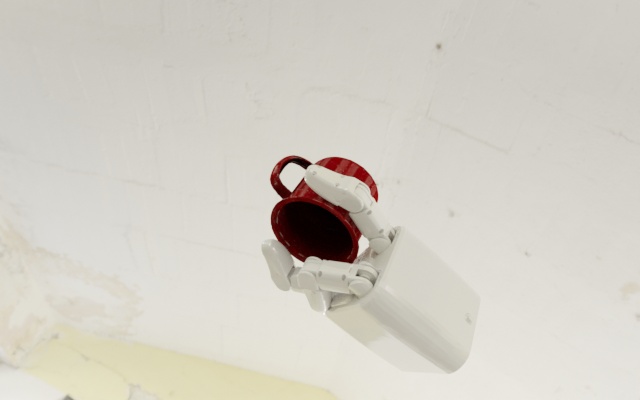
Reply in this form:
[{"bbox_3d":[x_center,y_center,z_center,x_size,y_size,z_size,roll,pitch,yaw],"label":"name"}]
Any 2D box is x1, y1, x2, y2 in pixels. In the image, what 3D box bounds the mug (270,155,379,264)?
[{"bbox_3d":[-0.001,0.001,0.481,0.093,0.117,0.081,-40,12,46],"label":"mug"}]
